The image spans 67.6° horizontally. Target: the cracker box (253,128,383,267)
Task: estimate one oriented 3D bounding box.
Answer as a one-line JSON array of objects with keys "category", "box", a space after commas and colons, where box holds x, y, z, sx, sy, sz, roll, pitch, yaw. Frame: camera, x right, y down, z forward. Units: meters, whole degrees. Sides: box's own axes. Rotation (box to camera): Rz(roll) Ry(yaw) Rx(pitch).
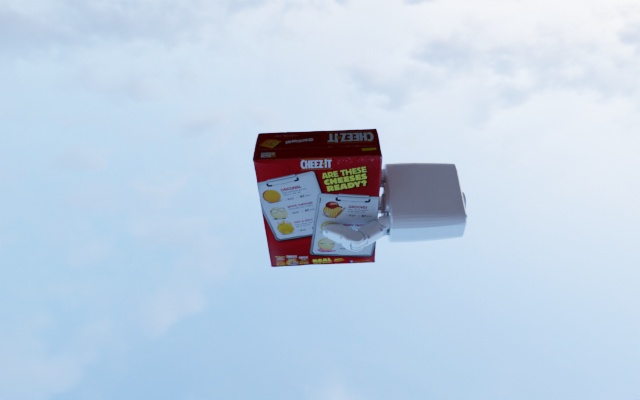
[{"category": "cracker box", "box": [0.000, 0.002, 0.686, 0.164, 0.214, 0.072, -2, 43, 1]}]
